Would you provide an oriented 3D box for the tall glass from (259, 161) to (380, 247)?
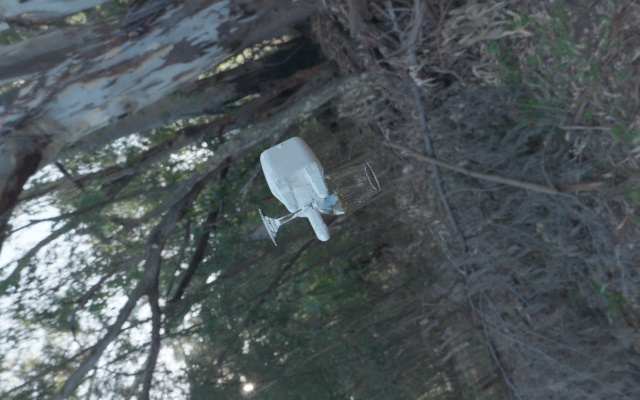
[{"bbox_3d":[0.000,0.003,0.821,0.201,0.079,0.079,-25,1,-3],"label":"tall glass"}]
